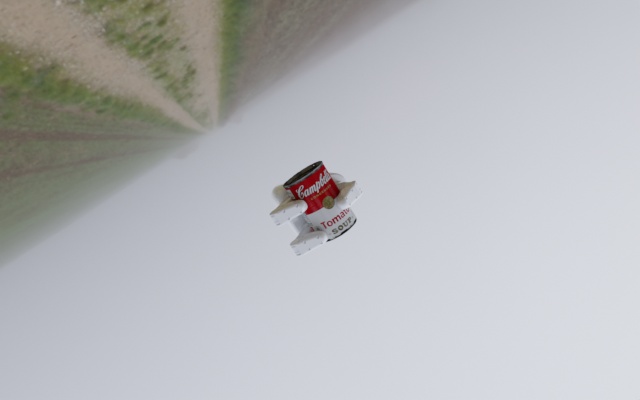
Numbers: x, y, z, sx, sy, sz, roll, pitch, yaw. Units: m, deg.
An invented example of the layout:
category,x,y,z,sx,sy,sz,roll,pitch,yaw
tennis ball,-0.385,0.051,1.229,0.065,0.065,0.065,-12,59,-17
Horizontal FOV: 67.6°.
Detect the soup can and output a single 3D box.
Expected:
category,x,y,z,sx,sy,sz,roll,pitch,yaw
soup can,0.000,0.003,0.703,0.068,0.102,0.068,-31,13,8
